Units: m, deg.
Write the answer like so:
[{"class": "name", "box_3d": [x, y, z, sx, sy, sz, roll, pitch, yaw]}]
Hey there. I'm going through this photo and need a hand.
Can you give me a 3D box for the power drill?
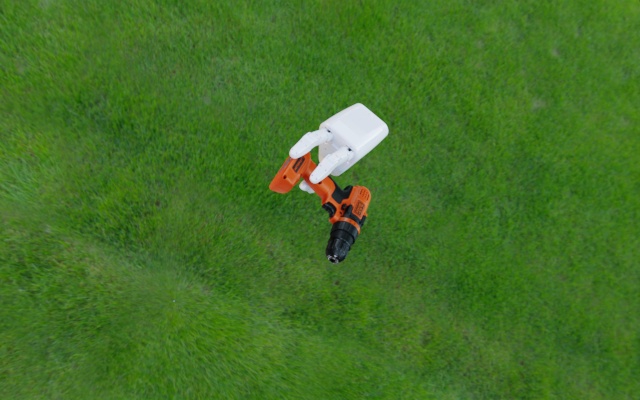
[{"class": "power drill", "box_3d": [0.000, 0.002, 0.879, 0.188, 0.184, 0.057, 40, -45, -15]}]
